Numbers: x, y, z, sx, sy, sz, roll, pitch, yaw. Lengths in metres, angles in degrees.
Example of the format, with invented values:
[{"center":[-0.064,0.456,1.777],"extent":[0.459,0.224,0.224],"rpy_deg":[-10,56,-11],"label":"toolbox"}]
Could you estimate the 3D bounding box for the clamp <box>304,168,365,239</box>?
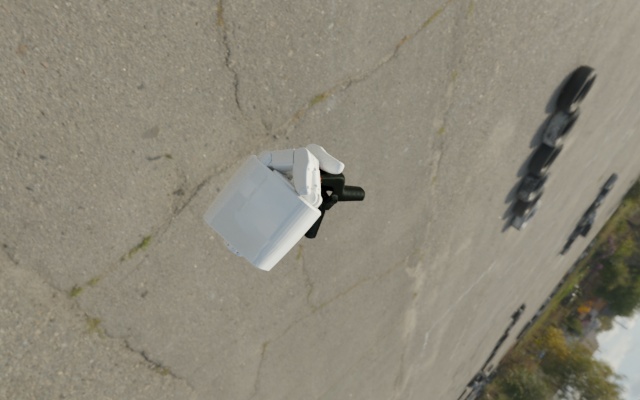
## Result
[{"center":[0.001,0.003,0.717],"extent":[0.039,0.120,0.171],"rpy_deg":[45,3,28],"label":"clamp"}]
